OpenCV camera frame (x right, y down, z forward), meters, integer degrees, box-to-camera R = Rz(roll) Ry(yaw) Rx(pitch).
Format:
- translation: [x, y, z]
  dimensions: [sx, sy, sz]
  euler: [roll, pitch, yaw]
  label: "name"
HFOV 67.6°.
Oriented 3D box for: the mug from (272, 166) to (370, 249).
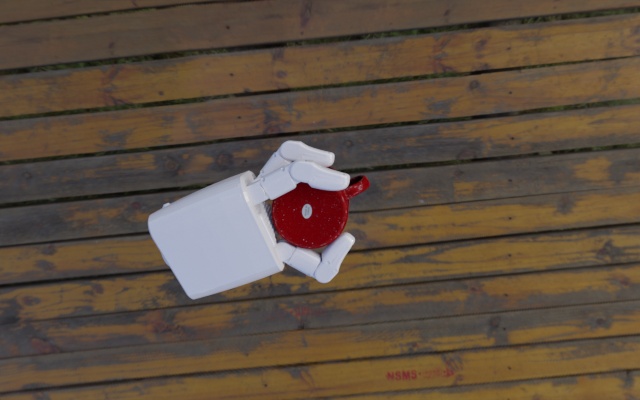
- translation: [0.001, 0.001, 0.533]
  dimensions: [0.117, 0.093, 0.081]
  euler: [-21, 9, 3]
  label: "mug"
